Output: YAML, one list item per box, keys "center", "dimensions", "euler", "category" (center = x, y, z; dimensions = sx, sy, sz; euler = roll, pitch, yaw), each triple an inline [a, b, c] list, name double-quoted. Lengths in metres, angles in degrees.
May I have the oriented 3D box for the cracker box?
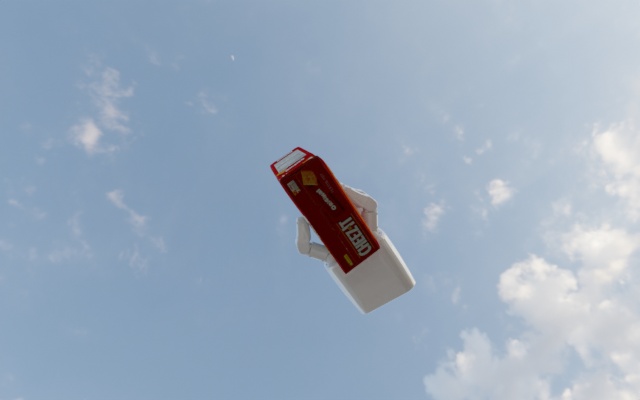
- center: [0.000, 0.003, 0.747]
  dimensions: [0.072, 0.164, 0.213]
  euler: [-36, 13, -2]
  category: "cracker box"
